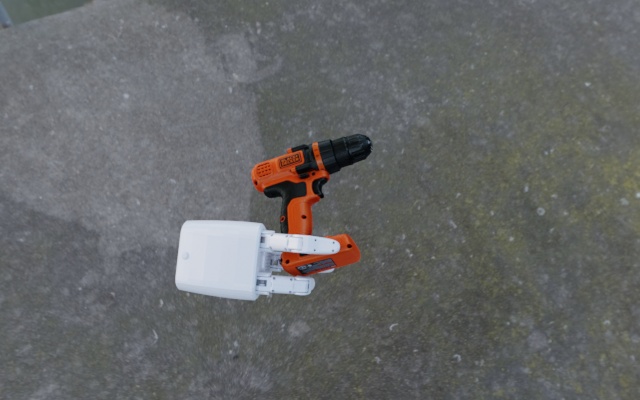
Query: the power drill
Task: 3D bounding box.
[{"bbox_3d":[0.000,0.003,0.672,0.184,0.187,0.057,-18,-30,10],"label":"power drill"}]
